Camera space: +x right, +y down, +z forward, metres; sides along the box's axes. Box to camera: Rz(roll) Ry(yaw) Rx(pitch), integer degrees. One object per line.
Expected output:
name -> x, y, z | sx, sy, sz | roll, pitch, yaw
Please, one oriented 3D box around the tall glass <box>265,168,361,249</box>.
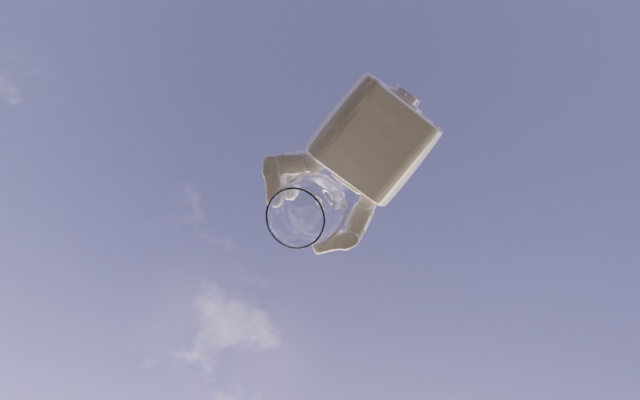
tall glass -> 0.000, 0.002, 0.560 | 0.079, 0.079, 0.201 | 0, 10, 15
